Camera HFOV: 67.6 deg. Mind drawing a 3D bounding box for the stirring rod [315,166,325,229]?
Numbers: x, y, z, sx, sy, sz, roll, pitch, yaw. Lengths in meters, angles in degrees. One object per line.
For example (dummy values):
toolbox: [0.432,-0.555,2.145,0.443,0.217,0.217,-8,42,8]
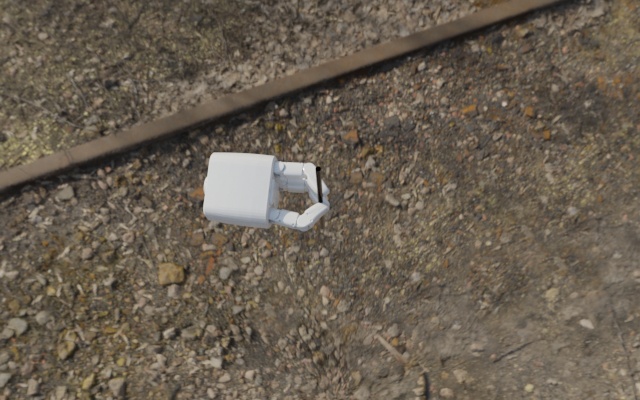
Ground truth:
stirring rod: [0.000,0.003,0.773,0.011,0.011,0.240,0,-23,2]
